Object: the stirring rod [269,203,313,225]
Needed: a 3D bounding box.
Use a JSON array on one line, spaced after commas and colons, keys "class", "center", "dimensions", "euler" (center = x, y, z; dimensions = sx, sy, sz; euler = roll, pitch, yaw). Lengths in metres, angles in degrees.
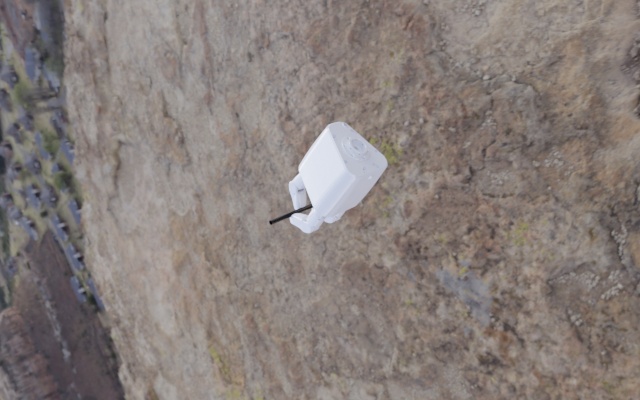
[{"class": "stirring rod", "center": [0.000, 0.003, 0.886], "dimensions": [0.239, 0.011, 0.011], "euler": [-22, 15, -41]}]
